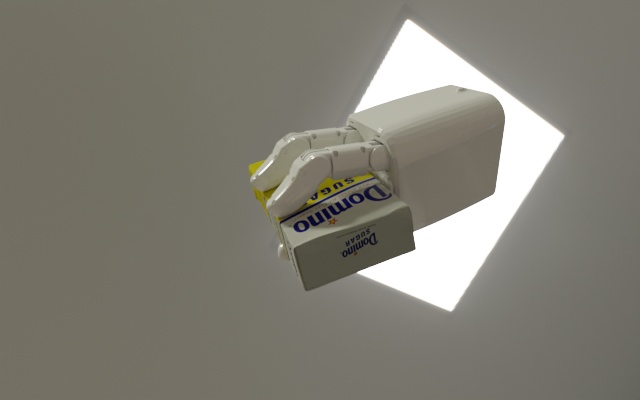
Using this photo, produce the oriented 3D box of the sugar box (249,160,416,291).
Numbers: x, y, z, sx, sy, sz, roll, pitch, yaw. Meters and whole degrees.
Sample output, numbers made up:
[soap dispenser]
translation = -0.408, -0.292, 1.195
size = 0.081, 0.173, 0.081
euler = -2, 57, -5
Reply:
[sugar box]
translation = 0.000, 0.001, 0.416
size = 0.093, 0.048, 0.176
euler = -19, 25, -12
